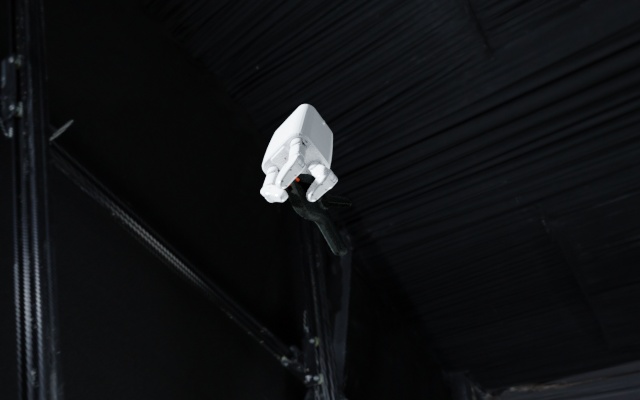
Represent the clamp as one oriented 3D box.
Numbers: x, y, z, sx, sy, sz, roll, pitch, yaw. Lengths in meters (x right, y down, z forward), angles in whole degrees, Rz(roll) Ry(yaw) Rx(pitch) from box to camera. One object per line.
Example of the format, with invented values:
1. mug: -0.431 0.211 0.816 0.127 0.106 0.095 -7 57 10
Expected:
1. clamp: 0.000 0.003 0.818 0.039 0.171 0.120 -23 34 27
